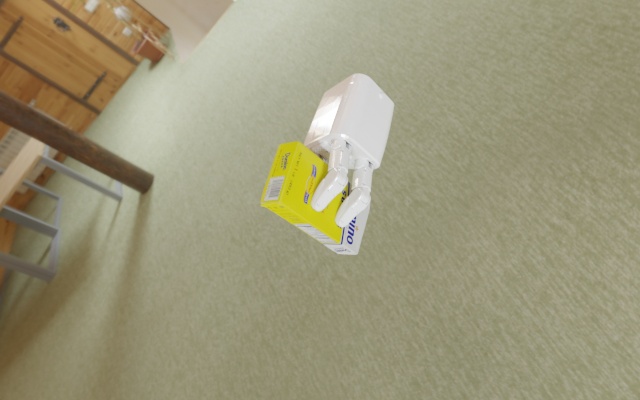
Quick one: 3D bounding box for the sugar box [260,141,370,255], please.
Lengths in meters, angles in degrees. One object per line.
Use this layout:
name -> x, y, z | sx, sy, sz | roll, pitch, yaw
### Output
sugar box -> 0.000, 0.002, 0.671 | 0.048, 0.093, 0.176 | -4, -28, 44
